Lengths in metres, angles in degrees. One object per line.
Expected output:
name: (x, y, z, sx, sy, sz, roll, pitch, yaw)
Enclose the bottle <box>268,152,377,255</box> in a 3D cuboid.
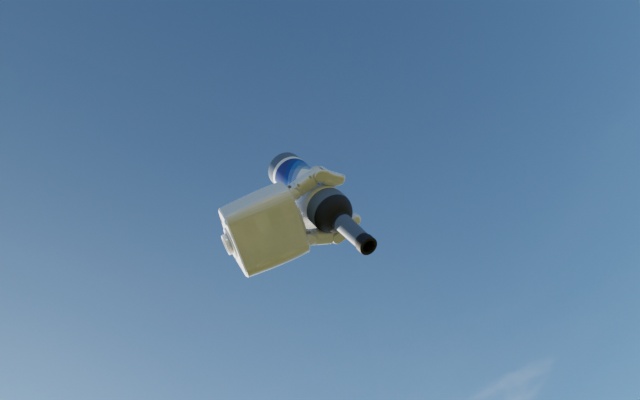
bottle: (0.000, 0.002, 0.764, 0.069, 0.069, 0.295, 0, 24, -29)
